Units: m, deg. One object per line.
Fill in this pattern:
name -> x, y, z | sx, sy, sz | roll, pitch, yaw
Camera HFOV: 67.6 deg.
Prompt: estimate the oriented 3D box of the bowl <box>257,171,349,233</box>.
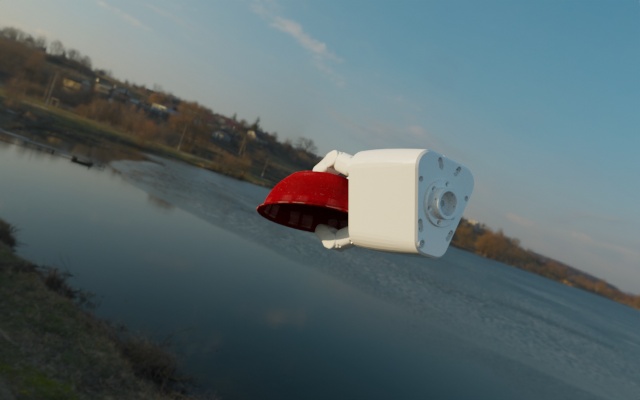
bowl -> -0.001, 0.002, 0.632 | 0.162, 0.055, 0.162 | 8, -15, 2
